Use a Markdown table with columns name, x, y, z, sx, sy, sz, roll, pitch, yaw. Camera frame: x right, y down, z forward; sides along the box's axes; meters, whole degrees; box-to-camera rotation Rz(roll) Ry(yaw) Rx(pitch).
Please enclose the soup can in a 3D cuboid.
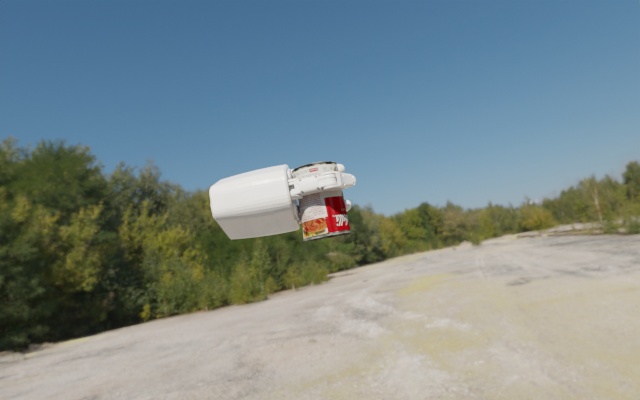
| name | x | y | z | sx | sy | sz | roll | pitch | yaw |
| --- | --- | --- | --- | --- | --- | --- | --- | --- | --- |
| soup can | 0.001 | 0.002 | 0.675 | 0.068 | 0.102 | 0.068 | -11 | -7 | -1 |
